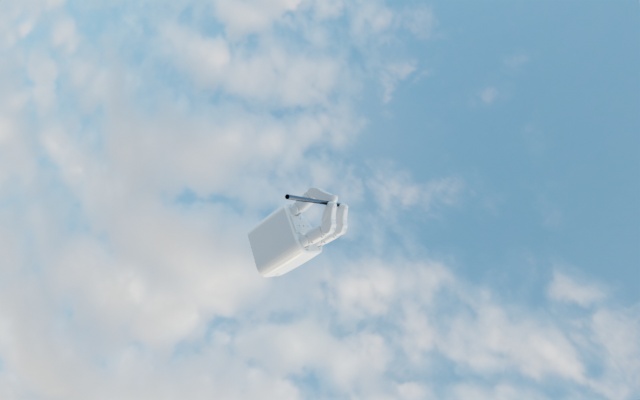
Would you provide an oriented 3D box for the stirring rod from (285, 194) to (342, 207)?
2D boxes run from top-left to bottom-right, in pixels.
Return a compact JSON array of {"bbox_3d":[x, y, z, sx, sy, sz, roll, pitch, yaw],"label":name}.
[{"bbox_3d":[0.000,0.003,0.843,0.011,0.011,0.239,0,-4,25],"label":"stirring rod"}]
